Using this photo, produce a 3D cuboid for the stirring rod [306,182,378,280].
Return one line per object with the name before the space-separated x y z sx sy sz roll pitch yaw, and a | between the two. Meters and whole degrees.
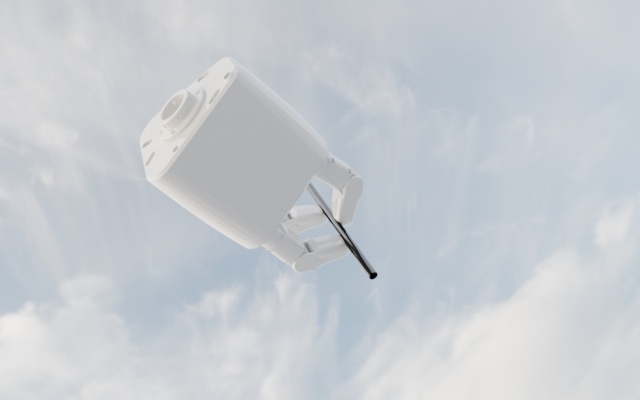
stirring rod | 0.000 0.002 0.495 0.011 0.011 0.239 0 31 -26
